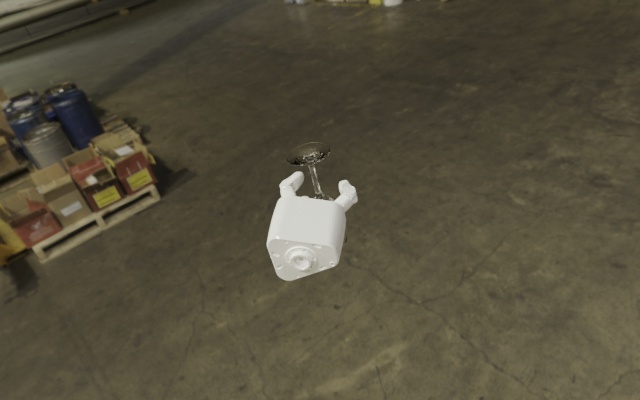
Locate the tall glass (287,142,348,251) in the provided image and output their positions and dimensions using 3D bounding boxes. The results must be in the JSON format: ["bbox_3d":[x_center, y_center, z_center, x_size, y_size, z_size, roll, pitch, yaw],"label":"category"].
[{"bbox_3d":[0.000,0.002,0.844,0.079,0.201,0.079,-10,34,7],"label":"tall glass"}]
